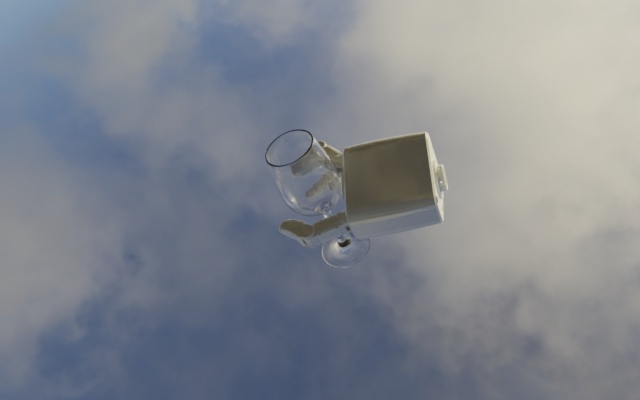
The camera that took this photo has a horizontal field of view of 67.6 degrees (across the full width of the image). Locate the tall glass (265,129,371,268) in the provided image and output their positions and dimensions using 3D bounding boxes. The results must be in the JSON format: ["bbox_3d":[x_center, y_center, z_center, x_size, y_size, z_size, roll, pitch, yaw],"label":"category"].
[{"bbox_3d":[0.000,0.003,0.619,0.079,0.079,0.201,0,-40,29],"label":"tall glass"}]
